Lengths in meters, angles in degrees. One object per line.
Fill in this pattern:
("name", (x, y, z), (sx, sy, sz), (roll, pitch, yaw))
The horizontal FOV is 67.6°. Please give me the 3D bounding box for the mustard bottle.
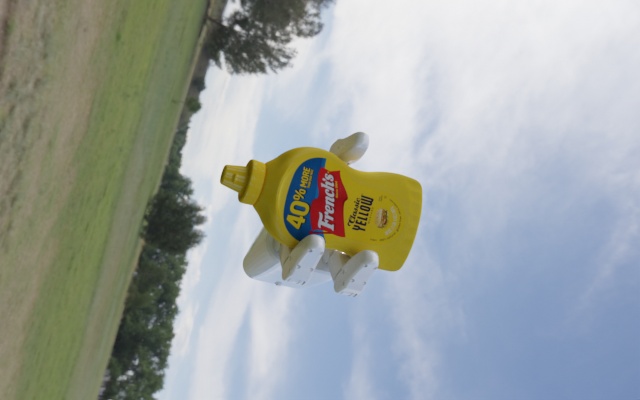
("mustard bottle", (0.000, 0.002, 0.452), (0.191, 0.096, 0.058), (16, -1, -20))
